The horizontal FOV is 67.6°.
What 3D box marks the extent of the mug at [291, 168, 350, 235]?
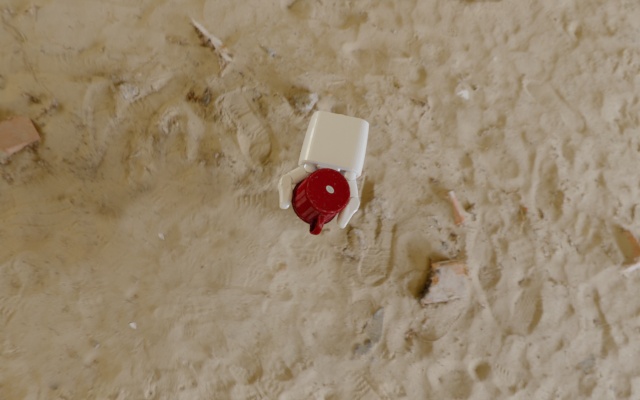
[{"bbox_3d":[0.000,0.004,0.834,0.093,0.117,0.081,16,-17,-13],"label":"mug"}]
